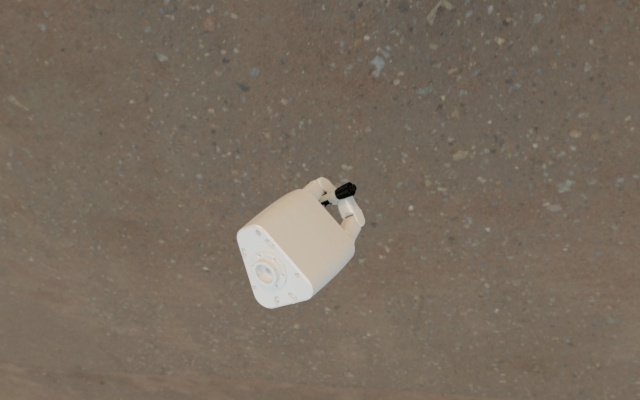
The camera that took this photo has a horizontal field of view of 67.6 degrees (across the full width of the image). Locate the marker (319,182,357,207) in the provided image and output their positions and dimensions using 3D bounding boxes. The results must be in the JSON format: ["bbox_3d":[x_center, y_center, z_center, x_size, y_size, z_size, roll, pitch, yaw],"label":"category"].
[{"bbox_3d":[0.000,0.002,0.655,0.121,0.020,0.020,-23,-15,37],"label":"marker"}]
